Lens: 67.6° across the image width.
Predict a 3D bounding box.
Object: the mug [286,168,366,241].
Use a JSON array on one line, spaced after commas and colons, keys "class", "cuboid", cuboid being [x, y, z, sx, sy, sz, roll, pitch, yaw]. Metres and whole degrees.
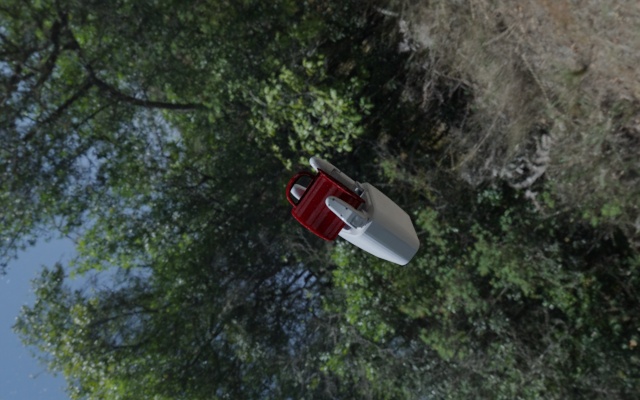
[{"class": "mug", "cuboid": [-0.001, 0.002, 0.734, 0.117, 0.081, 0.093, 33, 6, -22]}]
